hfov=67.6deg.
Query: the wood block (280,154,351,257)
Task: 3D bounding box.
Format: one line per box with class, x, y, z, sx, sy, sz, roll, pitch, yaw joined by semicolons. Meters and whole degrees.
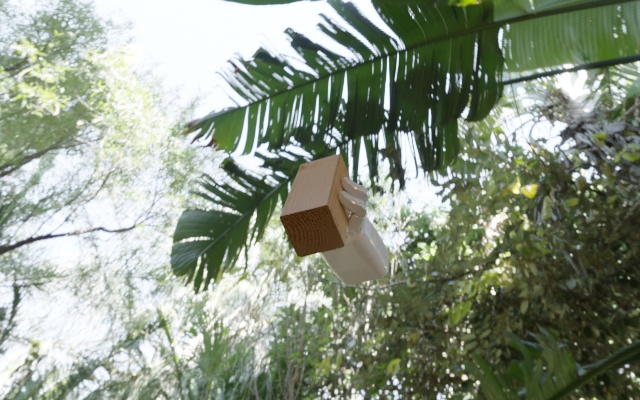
wood block;0.000;0.003;0.893;0.091;0.090;0.206;-15;26;17
